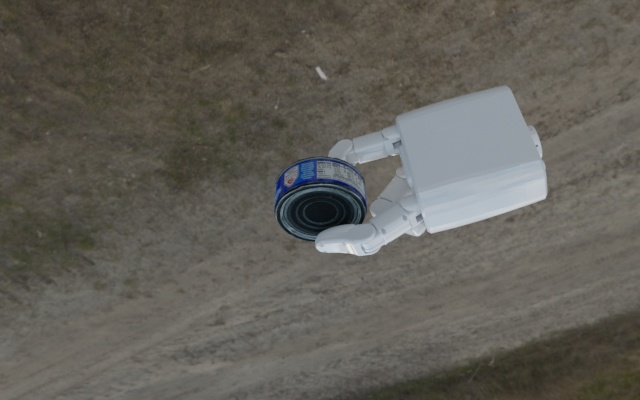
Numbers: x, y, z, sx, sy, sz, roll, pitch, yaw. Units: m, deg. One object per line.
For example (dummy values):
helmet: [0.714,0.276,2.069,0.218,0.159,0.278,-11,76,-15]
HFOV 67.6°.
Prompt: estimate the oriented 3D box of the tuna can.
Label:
tuna can: [0.000,0.002,0.441,0.086,0.033,0.086,0,-42,0]
